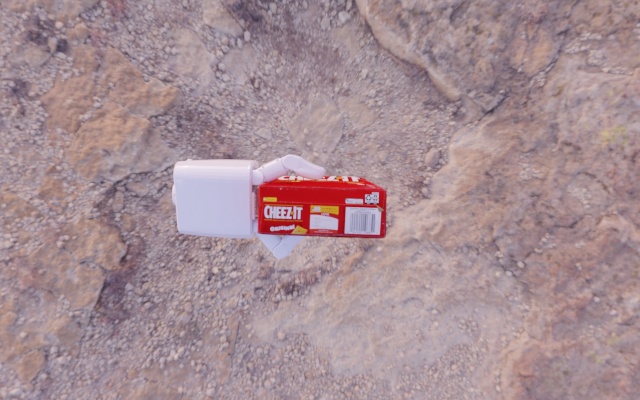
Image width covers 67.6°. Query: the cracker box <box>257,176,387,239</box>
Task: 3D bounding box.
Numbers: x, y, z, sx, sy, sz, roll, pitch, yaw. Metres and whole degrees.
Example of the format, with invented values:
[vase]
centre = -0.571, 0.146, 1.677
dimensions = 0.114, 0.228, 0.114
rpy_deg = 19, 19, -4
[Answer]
[cracker box]
centre = 0.000, 0.002, 0.698
dimensions = 0.164, 0.072, 0.213
rpy_deg = 2, 6, -1
